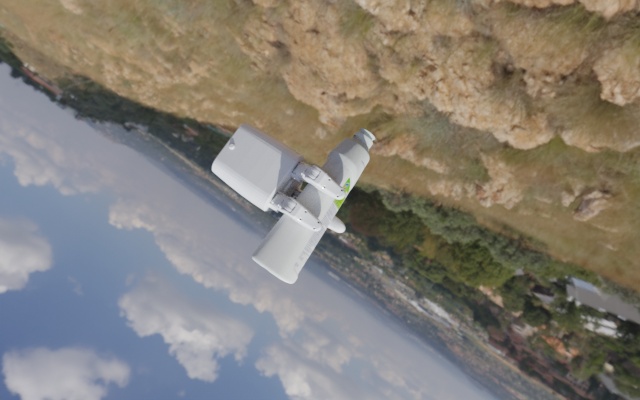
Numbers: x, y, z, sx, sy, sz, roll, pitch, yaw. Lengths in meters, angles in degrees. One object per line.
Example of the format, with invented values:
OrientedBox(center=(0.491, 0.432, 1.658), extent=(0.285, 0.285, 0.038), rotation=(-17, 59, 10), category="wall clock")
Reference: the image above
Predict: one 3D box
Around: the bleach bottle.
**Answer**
OrientedBox(center=(0.000, 0.002, 0.714), extent=(0.068, 0.251, 0.102), rotation=(34, -8, 11), category="bleach bottle")
